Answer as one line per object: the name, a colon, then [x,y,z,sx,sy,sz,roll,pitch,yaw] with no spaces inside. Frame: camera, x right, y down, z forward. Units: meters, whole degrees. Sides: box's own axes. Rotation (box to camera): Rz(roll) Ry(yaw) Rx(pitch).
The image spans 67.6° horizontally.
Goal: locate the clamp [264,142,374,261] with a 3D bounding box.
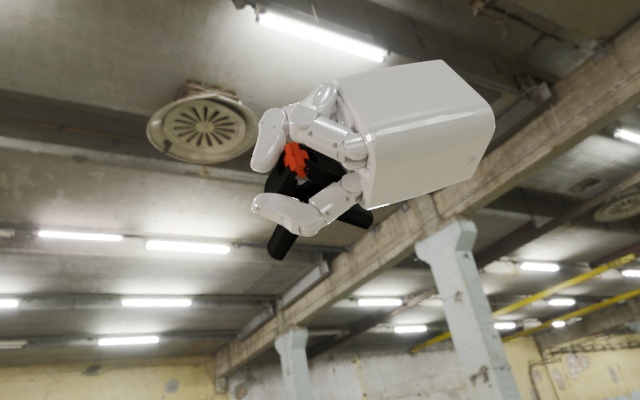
clamp: [0.000,0.001,0.467,0.120,0.039,0.172,-21,-27,-12]
